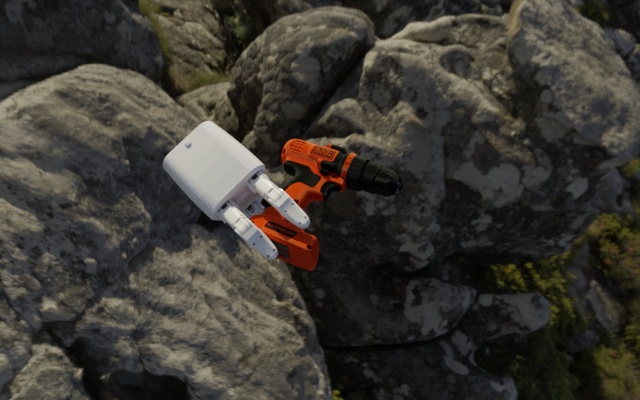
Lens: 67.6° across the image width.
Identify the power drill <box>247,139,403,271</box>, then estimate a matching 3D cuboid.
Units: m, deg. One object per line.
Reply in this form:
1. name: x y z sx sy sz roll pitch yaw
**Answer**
1. power drill: 0.000 0.002 0.657 0.184 0.187 0.057 18 -37 20
